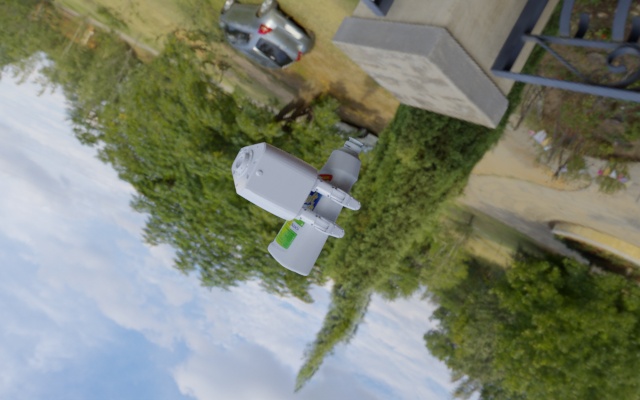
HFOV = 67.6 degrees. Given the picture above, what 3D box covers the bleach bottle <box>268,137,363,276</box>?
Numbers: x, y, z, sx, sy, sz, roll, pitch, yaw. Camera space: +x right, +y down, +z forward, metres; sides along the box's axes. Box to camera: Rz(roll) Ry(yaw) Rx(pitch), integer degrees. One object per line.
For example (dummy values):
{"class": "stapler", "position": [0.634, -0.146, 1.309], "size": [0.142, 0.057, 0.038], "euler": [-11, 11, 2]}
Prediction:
{"class": "bleach bottle", "position": [0.000, 0.003, 0.854], "size": [0.068, 0.251, 0.102], "euler": [27, 2, -28]}
